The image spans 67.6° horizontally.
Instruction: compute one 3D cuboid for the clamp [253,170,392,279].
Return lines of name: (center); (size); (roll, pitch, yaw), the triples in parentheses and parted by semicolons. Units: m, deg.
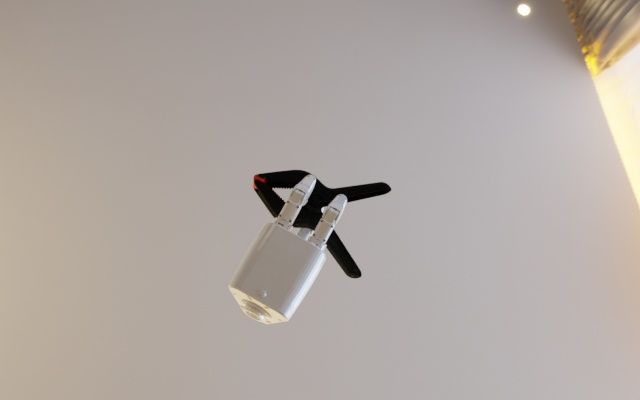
clamp: (-0.001, 0.003, 0.727); (0.210, 0.164, 0.036); (29, -27, 4)
